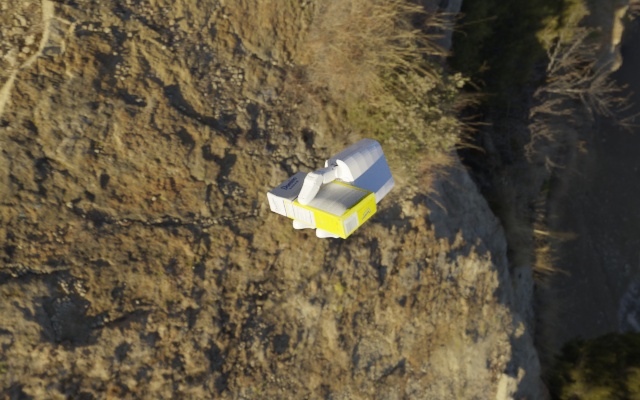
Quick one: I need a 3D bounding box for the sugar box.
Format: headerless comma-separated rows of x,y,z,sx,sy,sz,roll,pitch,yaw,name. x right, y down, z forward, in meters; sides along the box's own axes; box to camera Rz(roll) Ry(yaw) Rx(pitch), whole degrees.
0.000,0.003,0.842,0.176,0.048,0.093,17,41,40,sugar box
